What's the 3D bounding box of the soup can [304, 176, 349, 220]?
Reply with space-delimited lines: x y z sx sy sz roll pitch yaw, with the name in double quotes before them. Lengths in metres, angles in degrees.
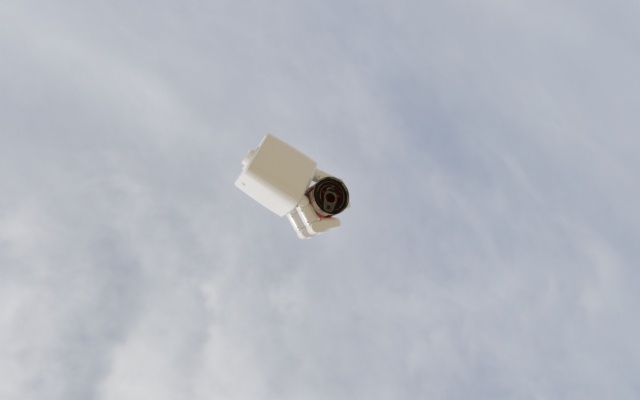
"soup can" 0.000 0.003 0.862 0.068 0.068 0.102 0 -13 -23
